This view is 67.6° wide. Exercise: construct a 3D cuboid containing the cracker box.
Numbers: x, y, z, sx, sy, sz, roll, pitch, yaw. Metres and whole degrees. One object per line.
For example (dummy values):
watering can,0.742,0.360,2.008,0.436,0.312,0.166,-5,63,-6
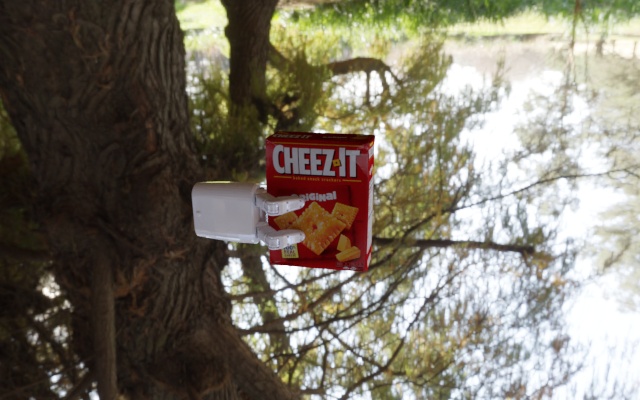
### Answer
cracker box,0.000,0.003,0.765,0.164,0.214,0.072,4,18,11
